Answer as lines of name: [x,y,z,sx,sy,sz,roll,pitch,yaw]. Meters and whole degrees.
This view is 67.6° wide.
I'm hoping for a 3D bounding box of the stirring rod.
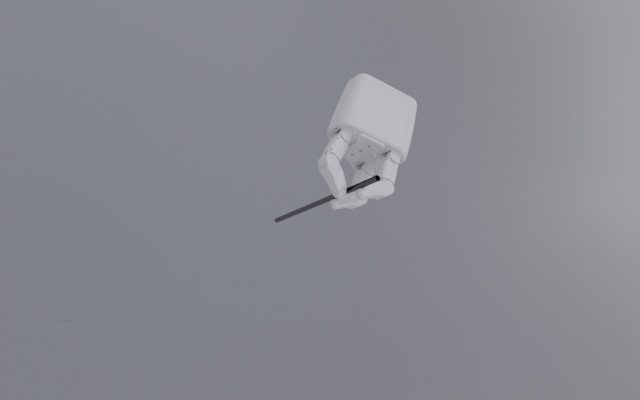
stirring rod: [0.000,0.002,0.686,0.011,0.011,0.239,0,-15,-38]
